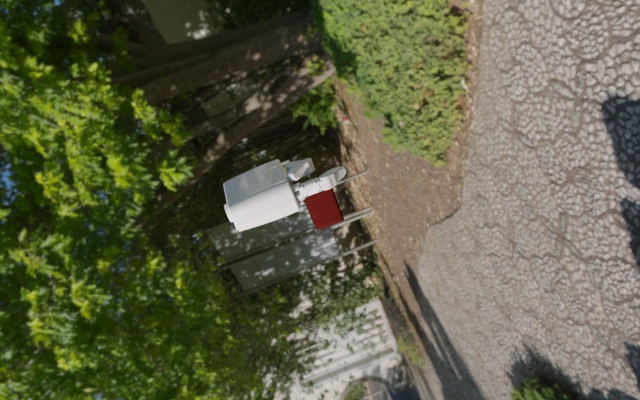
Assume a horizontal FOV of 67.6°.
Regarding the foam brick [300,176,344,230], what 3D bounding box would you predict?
[{"bbox_3d":[0.000,0.003,0.823,0.051,0.078,0.053,-22,17,-5],"label":"foam brick"}]
